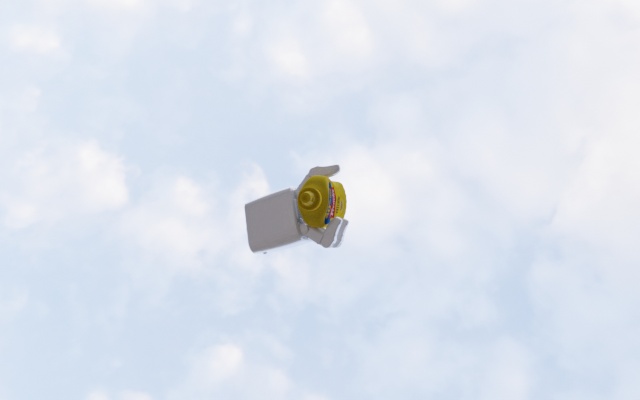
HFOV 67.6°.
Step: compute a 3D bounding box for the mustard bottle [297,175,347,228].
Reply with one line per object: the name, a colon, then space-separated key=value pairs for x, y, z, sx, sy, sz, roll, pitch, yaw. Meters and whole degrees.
mustard bottle: x=0.001 y=0.003 z=0.887 sx=0.058 sy=0.096 sz=0.191 roll=8 pitch=-2 yaw=17
